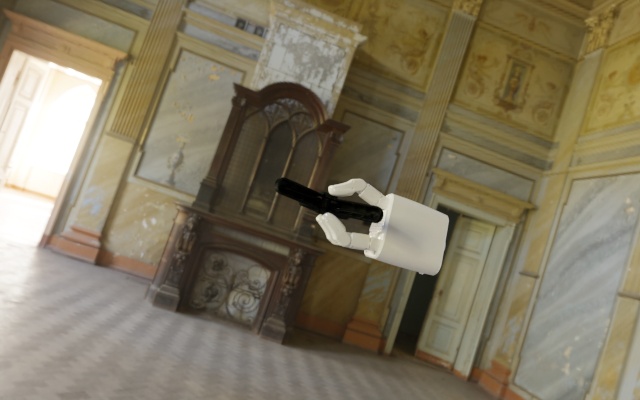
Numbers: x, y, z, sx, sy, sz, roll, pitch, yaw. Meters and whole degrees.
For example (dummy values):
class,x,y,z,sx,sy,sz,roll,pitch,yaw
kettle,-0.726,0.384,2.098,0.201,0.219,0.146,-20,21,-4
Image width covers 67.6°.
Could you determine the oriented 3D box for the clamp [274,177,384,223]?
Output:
class,x,y,z,sx,sy,sz,roll,pitch,yaw
clamp,0.001,0.002,0.779,0.164,0.036,0.210,19,-5,-8
